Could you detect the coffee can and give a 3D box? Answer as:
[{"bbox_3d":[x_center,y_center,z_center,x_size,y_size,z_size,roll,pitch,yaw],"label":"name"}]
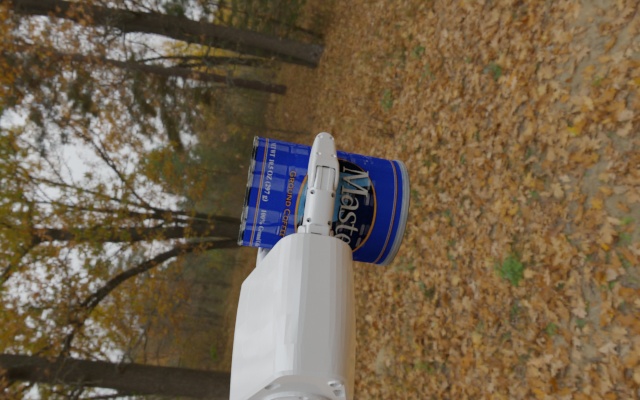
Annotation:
[{"bbox_3d":[0.000,0.001,0.449,0.140,0.103,0.103,9,-1,-8],"label":"coffee can"}]
